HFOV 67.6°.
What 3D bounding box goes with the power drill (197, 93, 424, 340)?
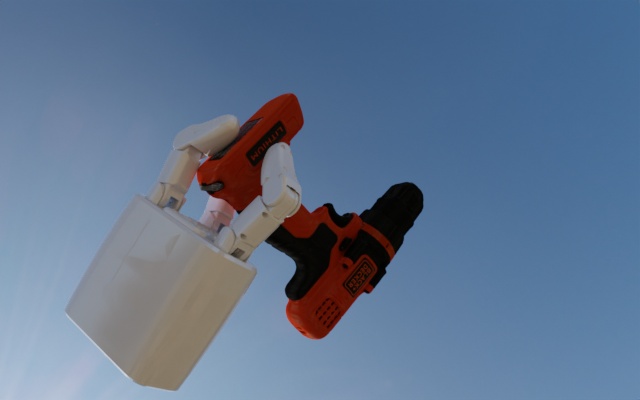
[{"bbox_3d":[0.000,0.001,0.425,0.184,0.188,0.057,-48,22,-23],"label":"power drill"}]
